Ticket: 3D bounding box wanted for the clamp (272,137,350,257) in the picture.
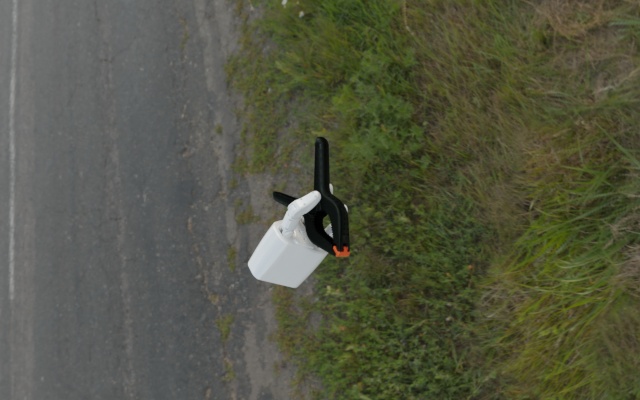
[{"bbox_3d":[0.000,0.003,0.836,0.036,0.165,0.210,4,41,-44],"label":"clamp"}]
